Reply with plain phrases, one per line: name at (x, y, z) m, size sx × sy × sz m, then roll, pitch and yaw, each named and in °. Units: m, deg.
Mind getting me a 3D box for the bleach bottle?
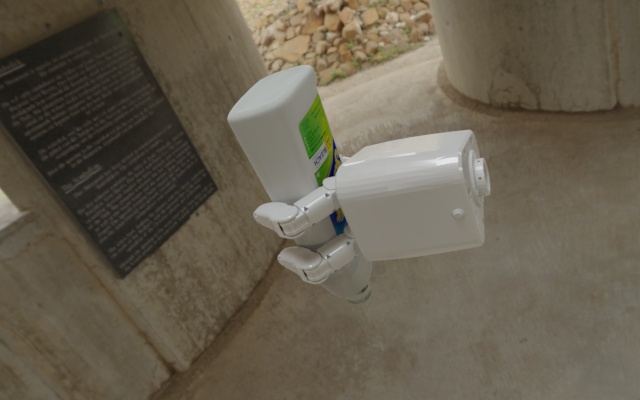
bleach bottle at (0.000, 0.002, 0.482) m, size 0.068 × 0.251 × 0.102 m, roll -9°, pitch 32°, yaw 26°
